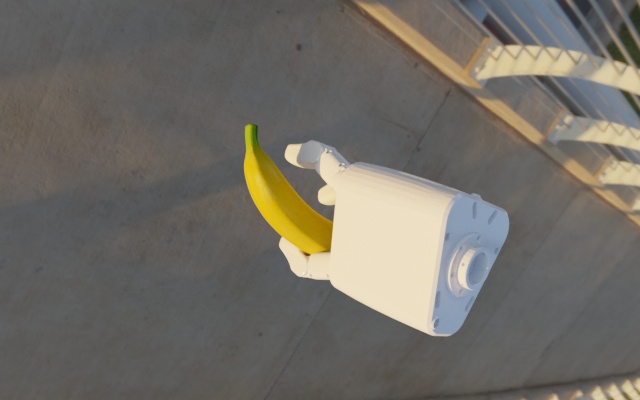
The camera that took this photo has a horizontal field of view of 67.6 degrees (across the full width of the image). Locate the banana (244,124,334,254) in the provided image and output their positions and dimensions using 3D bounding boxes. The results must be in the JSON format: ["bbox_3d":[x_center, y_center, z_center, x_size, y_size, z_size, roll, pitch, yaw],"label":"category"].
[{"bbox_3d":[-0.009,0.015,0.454,0.037,0.069,0.198,-2,-37,44],"label":"banana"}]
